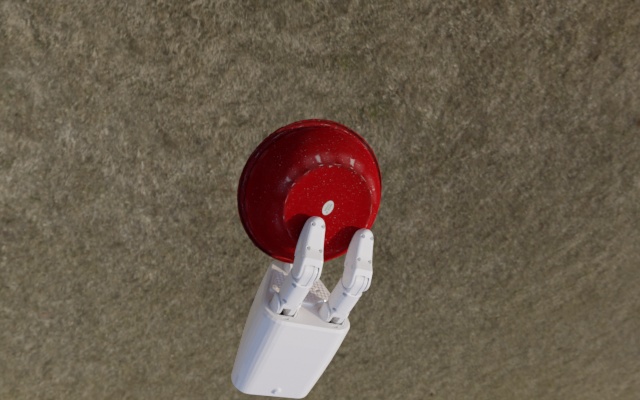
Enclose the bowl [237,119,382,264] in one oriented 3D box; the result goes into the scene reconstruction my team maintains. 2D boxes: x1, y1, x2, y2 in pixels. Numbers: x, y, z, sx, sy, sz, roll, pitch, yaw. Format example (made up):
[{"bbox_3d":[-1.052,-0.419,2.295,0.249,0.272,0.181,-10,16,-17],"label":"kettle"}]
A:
[{"bbox_3d":[0.000,0.000,0.484,0.162,0.162,0.055,0,17,-20],"label":"bowl"}]
